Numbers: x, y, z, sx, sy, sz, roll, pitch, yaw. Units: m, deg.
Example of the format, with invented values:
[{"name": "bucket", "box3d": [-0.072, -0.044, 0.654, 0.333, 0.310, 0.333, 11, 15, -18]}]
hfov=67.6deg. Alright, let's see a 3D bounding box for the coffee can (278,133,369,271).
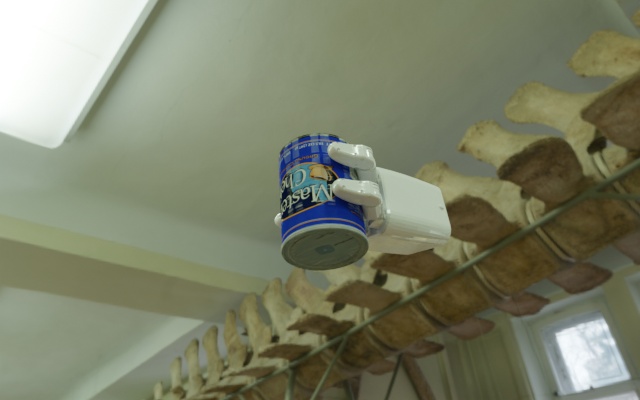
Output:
[{"name": "coffee can", "box3d": [0.000, 0.002, 0.596, 0.103, 0.140, 0.103, -4, -34, -3]}]
